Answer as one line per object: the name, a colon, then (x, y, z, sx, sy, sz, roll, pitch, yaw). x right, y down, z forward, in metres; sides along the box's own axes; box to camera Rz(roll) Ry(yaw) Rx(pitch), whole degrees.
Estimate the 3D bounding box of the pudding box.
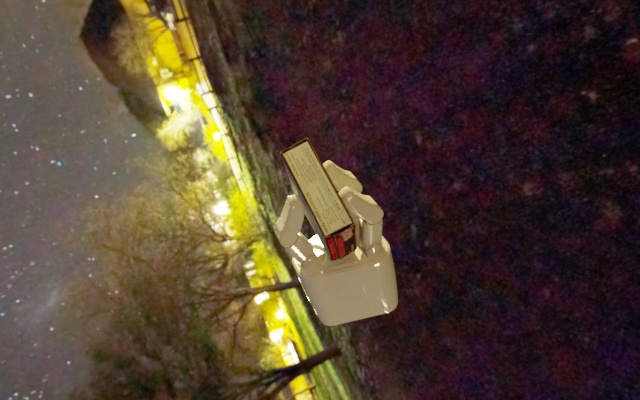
pudding box: (0.000, 0.002, 0.524, 0.039, 0.113, 0.090, -28, -22, -6)
